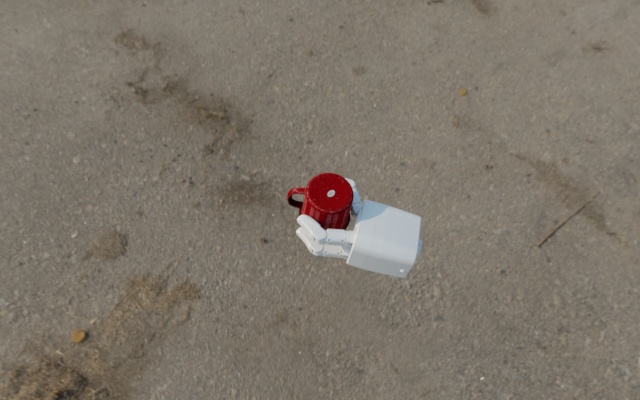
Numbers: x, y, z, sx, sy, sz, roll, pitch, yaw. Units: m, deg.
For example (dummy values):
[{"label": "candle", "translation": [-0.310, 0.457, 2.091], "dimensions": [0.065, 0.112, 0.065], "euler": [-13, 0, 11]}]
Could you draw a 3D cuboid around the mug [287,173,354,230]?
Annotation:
[{"label": "mug", "translation": [-0.001, 0.002, 0.822], "dimensions": [0.117, 0.093, 0.081], "euler": [15, -31, 2]}]
